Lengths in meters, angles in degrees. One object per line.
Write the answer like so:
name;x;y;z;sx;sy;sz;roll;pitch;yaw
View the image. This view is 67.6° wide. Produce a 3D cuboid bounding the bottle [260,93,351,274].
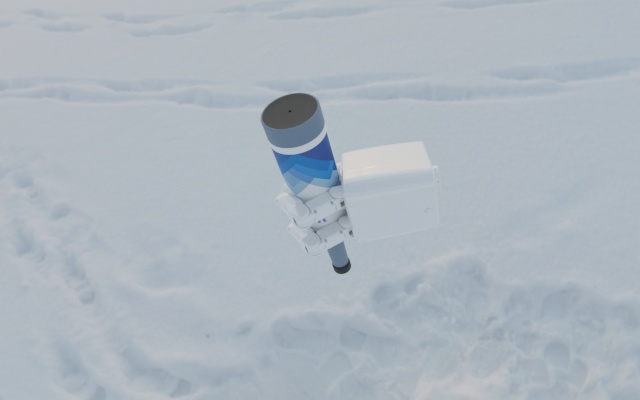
bottle;0.000;0.002;0.616;0.069;0.069;0.296;0;-42;18
